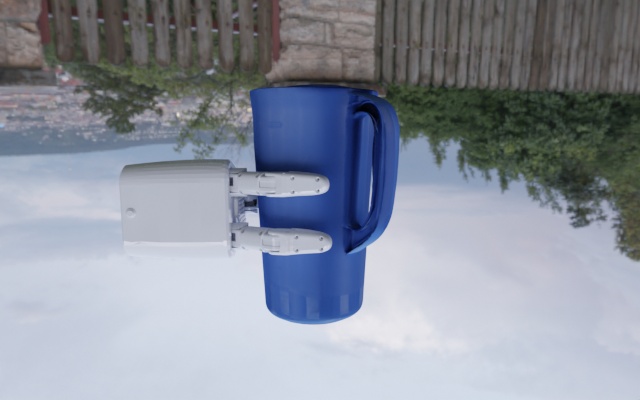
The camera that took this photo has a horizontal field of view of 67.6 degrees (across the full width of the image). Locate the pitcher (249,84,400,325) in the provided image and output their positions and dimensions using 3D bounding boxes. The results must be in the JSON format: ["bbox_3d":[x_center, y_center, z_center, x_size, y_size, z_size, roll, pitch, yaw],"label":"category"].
[{"bbox_3d":[0.000,0.002,0.503,0.145,0.243,0.149,0,8,0],"label":"pitcher"}]
